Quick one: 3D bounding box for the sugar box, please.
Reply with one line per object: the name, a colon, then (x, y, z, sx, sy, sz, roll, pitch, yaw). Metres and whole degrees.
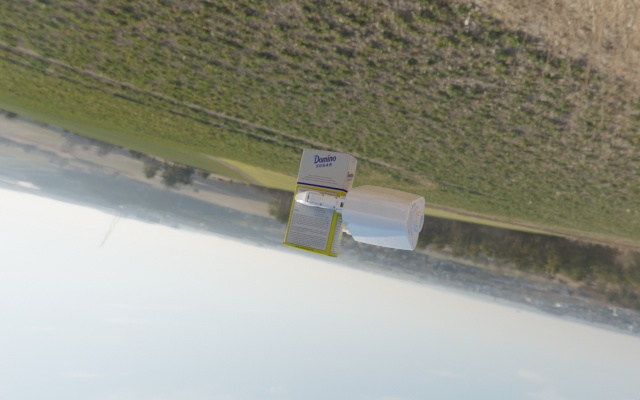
sugar box: (0.000, 0.003, 0.830, 0.093, 0.176, 0.048, 11, -7, 25)
